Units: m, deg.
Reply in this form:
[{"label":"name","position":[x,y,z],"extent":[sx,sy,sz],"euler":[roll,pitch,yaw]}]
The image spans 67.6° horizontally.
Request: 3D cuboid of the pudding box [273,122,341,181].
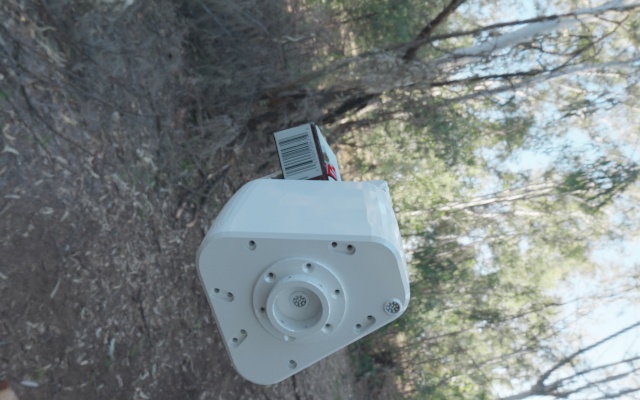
[{"label":"pudding box","position":[0.000,0.001,0.409],"extent":[0.039,0.113,0.090],"euler":[-14,-14,9]}]
